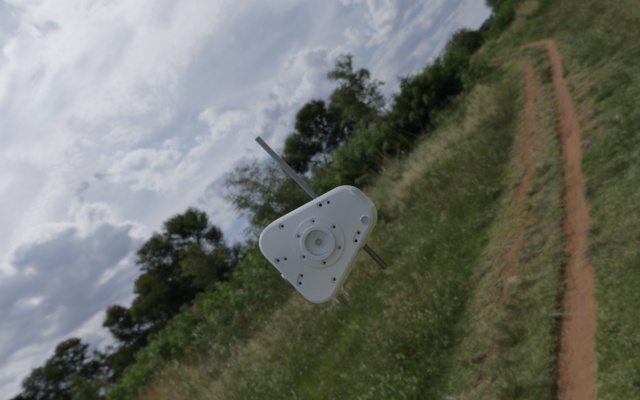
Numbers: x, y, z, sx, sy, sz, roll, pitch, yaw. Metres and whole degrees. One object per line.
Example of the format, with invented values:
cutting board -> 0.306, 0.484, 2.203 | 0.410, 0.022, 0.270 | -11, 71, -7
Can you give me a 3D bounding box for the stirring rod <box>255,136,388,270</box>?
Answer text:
stirring rod -> 0.000, 0.002, 0.627 | 0.011, 0.239, 0.011 | -45, -4, -4
